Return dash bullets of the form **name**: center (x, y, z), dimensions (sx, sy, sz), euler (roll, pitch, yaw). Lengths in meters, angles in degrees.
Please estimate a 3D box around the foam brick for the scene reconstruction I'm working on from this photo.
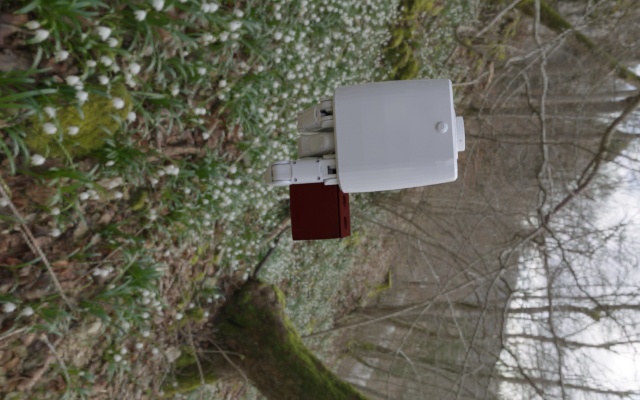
- **foam brick**: center (0.000, 0.002, 0.487), dimensions (0.051, 0.078, 0.053), euler (-3, -2, 13)
